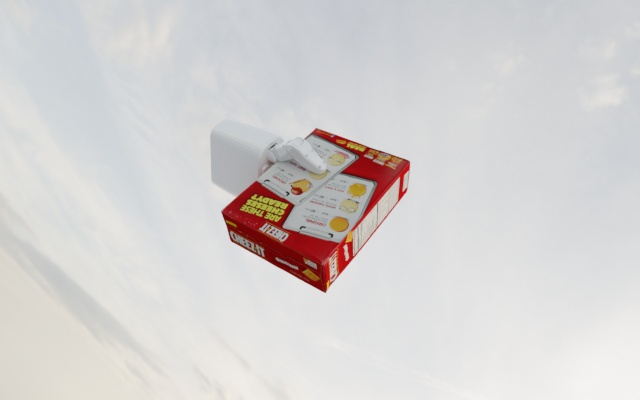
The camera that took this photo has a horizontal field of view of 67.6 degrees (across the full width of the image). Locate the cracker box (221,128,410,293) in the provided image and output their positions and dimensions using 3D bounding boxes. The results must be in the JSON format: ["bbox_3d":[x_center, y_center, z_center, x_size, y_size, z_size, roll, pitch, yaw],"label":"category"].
[{"bbox_3d":[0.000,0.002,0.656,0.164,0.072,0.213,24,52,27],"label":"cracker box"}]
